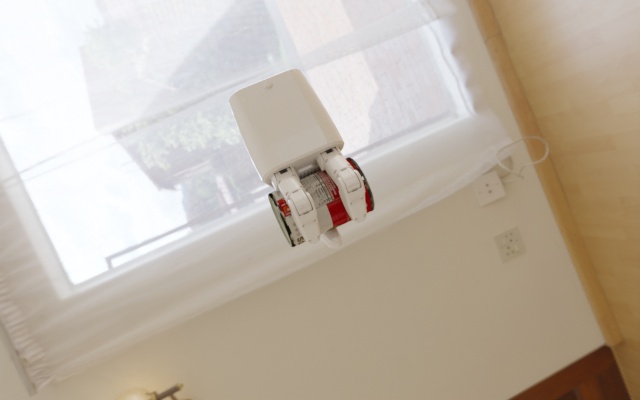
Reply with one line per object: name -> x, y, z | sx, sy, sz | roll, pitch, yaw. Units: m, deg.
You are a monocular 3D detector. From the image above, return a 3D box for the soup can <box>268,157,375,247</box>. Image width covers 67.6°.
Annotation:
soup can -> 0.000, 0.002, 0.536 | 0.102, 0.068, 0.068 | -25, 4, -10
